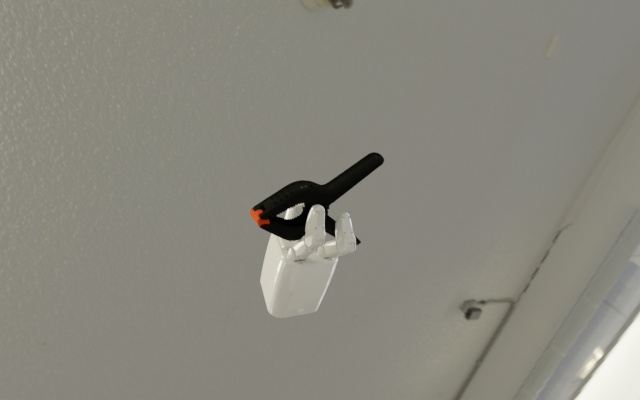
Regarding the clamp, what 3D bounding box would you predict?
[{"bbox_3d":[-0.001,0.002,0.697,0.210,0.165,0.036,-1,30,-36],"label":"clamp"}]
